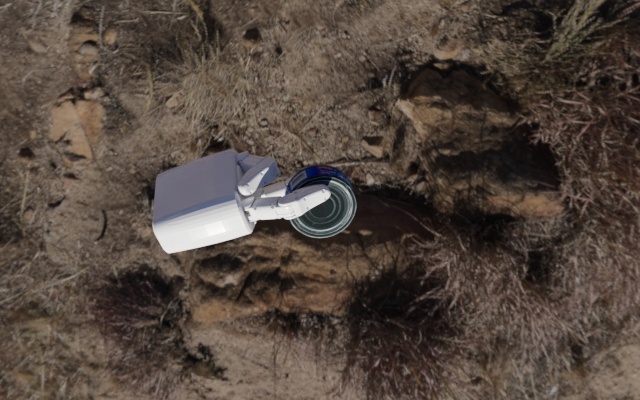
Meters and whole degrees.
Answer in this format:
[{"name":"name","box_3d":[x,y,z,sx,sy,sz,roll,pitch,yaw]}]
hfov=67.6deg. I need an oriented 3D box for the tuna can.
[{"name":"tuna can","box_3d":[0.000,0.002,0.578,0.086,0.086,0.033,0,27,-9]}]
